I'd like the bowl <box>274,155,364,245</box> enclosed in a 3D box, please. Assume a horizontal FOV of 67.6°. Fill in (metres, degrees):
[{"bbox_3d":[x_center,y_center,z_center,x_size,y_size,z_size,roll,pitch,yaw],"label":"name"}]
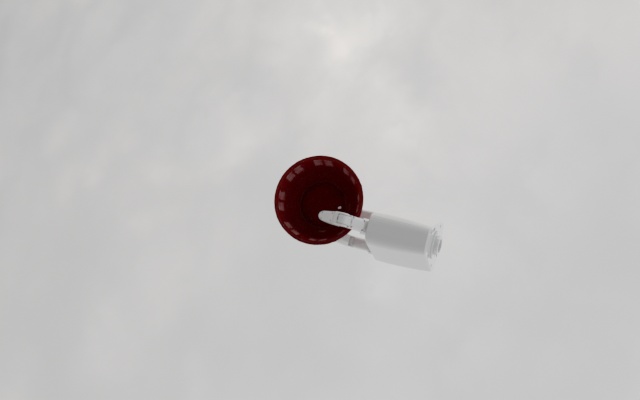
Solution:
[{"bbox_3d":[-0.001,0.002,0.868,0.162,0.162,0.055,0,-10,10],"label":"bowl"}]
